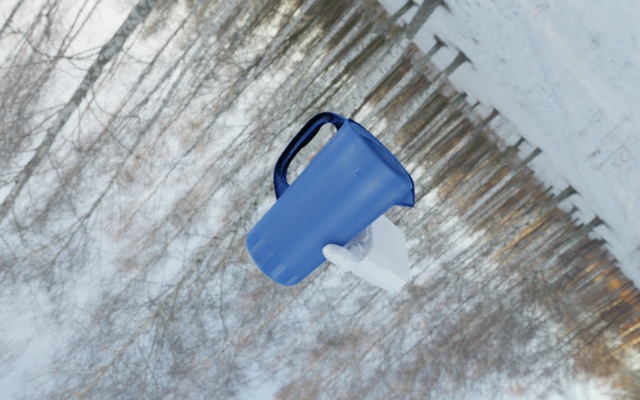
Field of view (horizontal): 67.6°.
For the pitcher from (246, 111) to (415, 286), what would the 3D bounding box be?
[{"bbox_3d":[0.000,0.002,0.688,0.145,0.243,0.149,34,21,-35],"label":"pitcher"}]
